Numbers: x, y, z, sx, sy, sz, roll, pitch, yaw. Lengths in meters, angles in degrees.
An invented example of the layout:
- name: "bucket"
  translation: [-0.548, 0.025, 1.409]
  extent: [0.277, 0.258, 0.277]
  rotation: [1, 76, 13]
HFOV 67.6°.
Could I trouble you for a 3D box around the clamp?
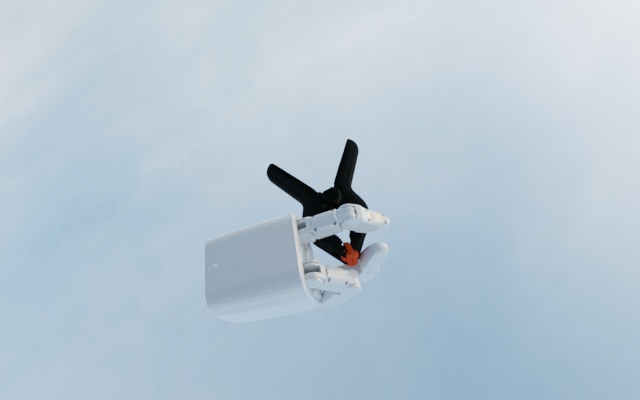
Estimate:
- name: "clamp"
  translation: [0.000, 0.002, 0.571]
  extent: [0.120, 0.171, 0.039]
  rotation: [-15, -38, 6]
